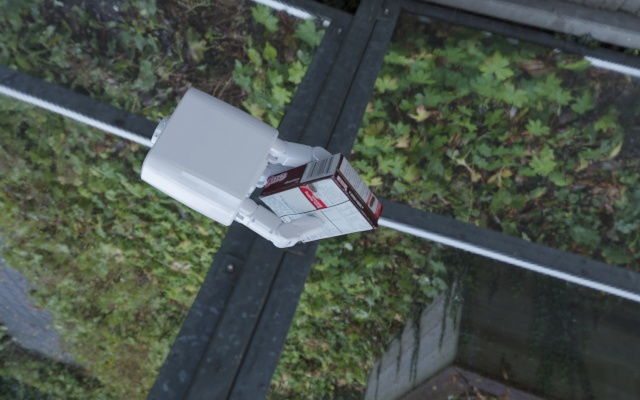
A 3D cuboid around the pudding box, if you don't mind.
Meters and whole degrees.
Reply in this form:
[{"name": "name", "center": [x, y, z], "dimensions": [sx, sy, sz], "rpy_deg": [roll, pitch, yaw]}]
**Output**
[{"name": "pudding box", "center": [0.000, 0.002, 0.544], "dimensions": [0.113, 0.039, 0.090], "rpy_deg": [-13, -49, 39]}]
